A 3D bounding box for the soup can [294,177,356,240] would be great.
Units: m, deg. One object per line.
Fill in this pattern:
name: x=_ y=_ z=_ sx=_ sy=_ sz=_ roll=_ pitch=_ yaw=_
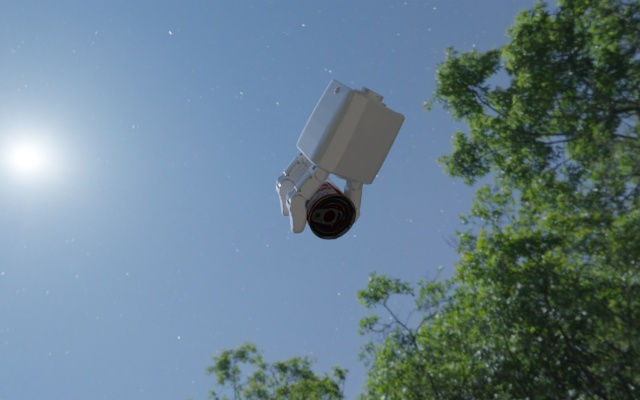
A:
soup can: x=0.000 y=0.003 z=0.684 sx=0.068 sy=0.068 sz=0.102 roll=0 pitch=25 yaw=-22
